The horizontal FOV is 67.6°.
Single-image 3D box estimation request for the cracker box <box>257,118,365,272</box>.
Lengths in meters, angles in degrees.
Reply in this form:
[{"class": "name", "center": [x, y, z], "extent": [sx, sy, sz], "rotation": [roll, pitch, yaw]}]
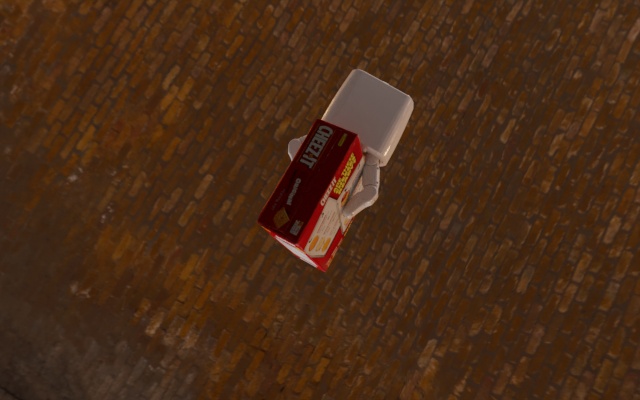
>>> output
[{"class": "cracker box", "center": [0.000, 0.002, 0.701], "extent": [0.072, 0.164, 0.214], "rotation": [25, -11, 17]}]
